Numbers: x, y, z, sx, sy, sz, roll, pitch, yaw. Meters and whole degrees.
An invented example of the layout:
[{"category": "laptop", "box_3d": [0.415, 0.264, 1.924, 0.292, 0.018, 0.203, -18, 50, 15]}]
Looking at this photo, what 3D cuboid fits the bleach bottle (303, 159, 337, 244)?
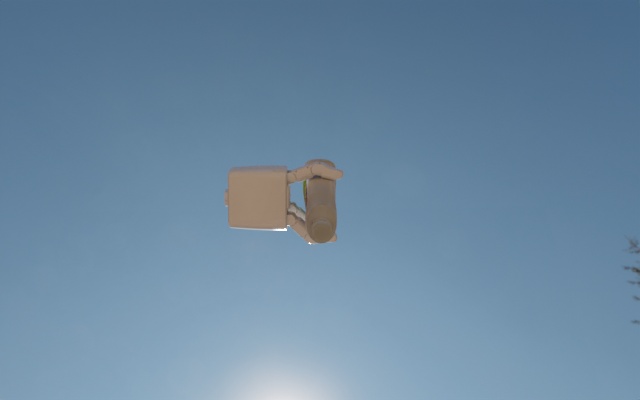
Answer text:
[{"category": "bleach bottle", "box_3d": [0.000, 0.003, 0.865, 0.068, 0.102, 0.250, 1, 19, -2]}]
